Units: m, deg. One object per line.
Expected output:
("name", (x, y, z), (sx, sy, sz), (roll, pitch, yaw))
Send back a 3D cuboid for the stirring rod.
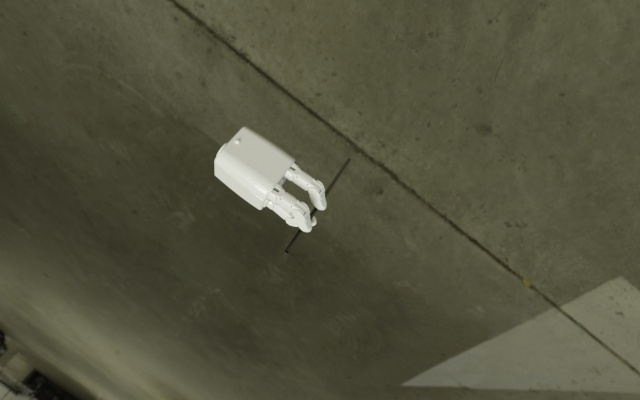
("stirring rod", (0.000, 0.003, 0.858), (0.011, 0.011, 0.239), (0, 43, 40))
